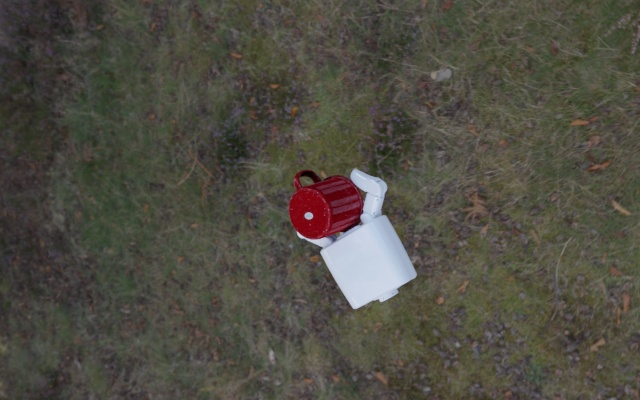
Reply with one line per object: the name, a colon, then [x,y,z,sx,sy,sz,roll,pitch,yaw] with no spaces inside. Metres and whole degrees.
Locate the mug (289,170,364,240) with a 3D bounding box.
mug: [-0.001,0.001,0.730,0.093,0.117,0.081,-39,-14,37]
